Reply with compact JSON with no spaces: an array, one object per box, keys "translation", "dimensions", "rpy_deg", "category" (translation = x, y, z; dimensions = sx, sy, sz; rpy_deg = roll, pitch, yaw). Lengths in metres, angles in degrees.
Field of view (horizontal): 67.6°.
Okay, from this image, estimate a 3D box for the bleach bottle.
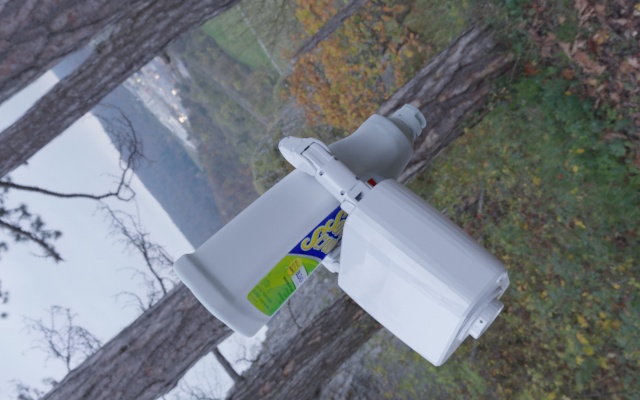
[{"translation":[0.000,0.001,0.416],"dimensions":[0.068,0.251,0.103],"rpy_deg":[39,-14,27],"category":"bleach bottle"}]
